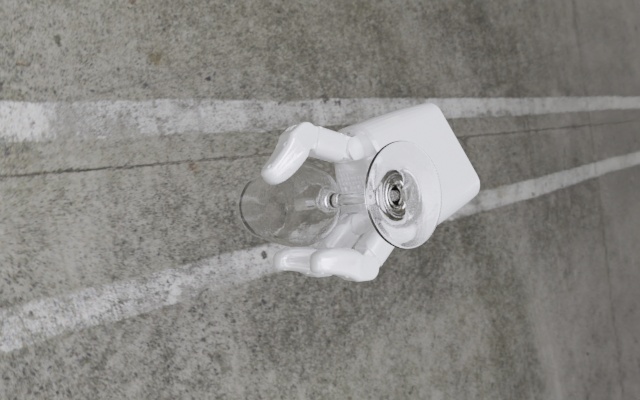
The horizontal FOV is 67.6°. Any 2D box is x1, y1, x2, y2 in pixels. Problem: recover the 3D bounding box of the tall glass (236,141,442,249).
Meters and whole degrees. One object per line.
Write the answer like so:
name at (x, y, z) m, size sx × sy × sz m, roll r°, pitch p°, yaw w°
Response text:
tall glass at (0.000, 0.001, 0.404) m, size 0.079 × 0.079 × 0.201 m, roll 0°, pitch -3°, yaw -37°
